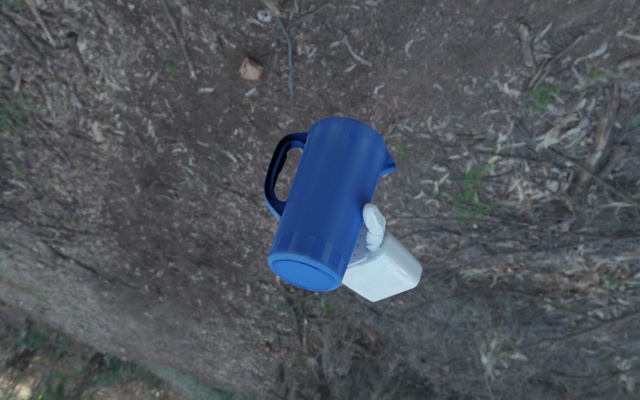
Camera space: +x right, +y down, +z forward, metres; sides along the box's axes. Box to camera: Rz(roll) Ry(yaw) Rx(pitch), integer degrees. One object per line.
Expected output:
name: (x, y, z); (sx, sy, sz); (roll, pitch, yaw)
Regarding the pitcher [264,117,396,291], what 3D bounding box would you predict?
pitcher: (0.000, 0.002, 0.713); (0.149, 0.242, 0.145); (-12, -43, 43)
